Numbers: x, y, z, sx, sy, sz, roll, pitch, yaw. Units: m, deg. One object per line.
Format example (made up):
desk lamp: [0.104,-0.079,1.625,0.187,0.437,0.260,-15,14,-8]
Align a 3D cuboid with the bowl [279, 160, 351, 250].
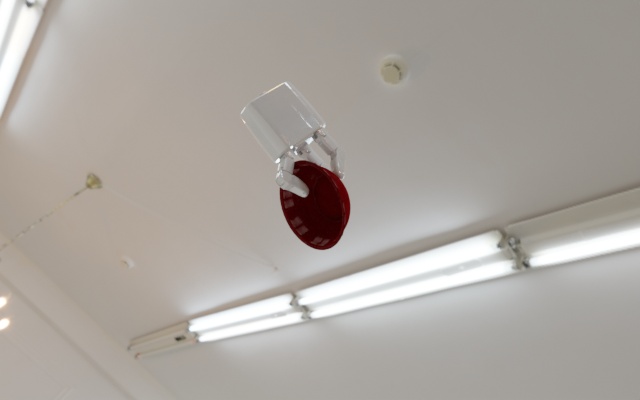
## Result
bowl: [0.001,0.004,0.839,0.055,0.162,0.162,-21,14,-41]
